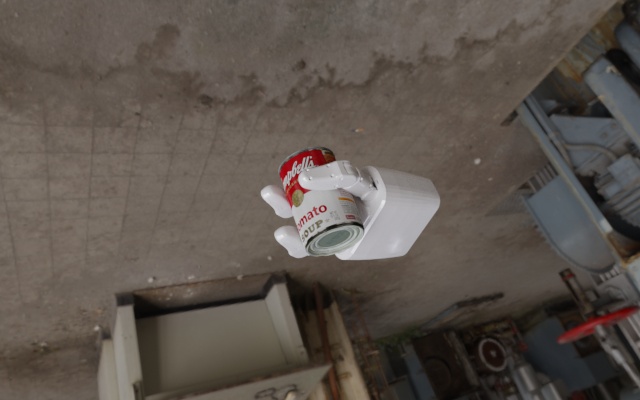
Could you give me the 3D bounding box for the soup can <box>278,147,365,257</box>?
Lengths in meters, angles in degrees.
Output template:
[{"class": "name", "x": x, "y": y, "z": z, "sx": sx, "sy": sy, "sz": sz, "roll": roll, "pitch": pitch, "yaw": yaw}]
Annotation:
[{"class": "soup can", "x": 0.000, "y": 0.002, "z": 0.522, "sx": 0.068, "sy": 0.102, "sz": 0.068, "roll": -16, "pitch": -29, "yaw": -9}]
